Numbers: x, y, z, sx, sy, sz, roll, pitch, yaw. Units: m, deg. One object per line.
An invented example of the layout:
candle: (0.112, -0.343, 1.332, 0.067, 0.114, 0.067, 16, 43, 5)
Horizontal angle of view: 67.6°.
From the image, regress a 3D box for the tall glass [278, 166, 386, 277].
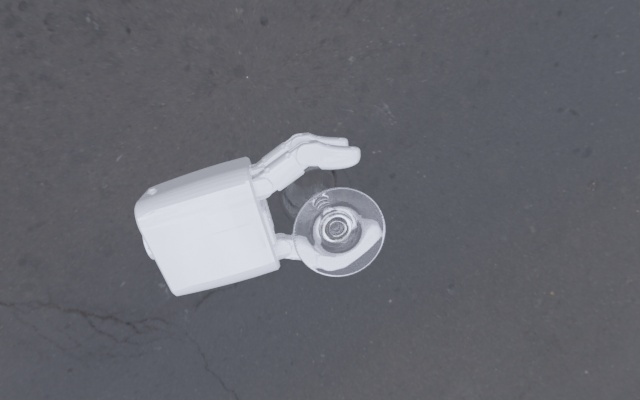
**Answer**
tall glass: (0.000, 0.002, 0.469, 0.079, 0.079, 0.201, 0, 14, -9)
